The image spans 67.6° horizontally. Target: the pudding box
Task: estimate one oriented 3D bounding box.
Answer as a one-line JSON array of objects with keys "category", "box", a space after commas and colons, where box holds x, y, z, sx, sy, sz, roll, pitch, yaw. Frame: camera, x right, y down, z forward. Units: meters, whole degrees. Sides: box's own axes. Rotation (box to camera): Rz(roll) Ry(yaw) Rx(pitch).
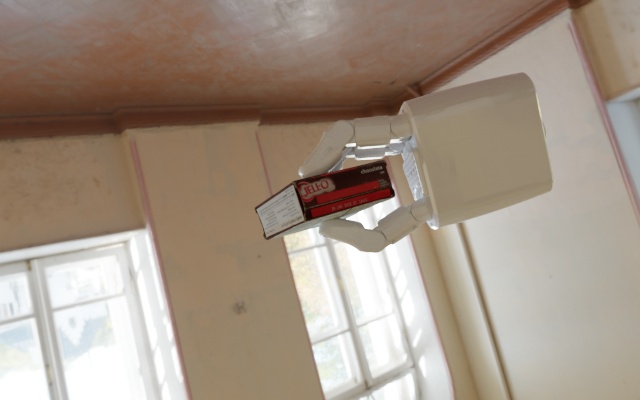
[{"category": "pudding box", "box": [0.000, 0.002, 0.436, 0.090, 0.039, 0.113, -14, -8, -26]}]
